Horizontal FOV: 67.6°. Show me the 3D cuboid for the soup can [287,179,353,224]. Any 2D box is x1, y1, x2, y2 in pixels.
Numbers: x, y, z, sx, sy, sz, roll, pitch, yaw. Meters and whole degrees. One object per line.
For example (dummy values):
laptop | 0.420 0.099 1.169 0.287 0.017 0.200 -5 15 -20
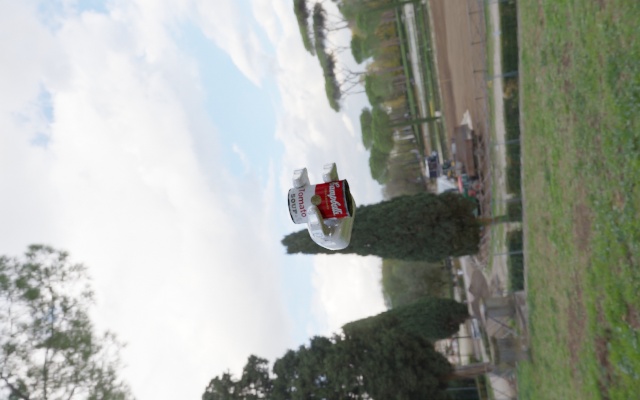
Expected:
soup can | 0.000 0.003 0.837 0.102 0.068 0.068 -8 -2 13
